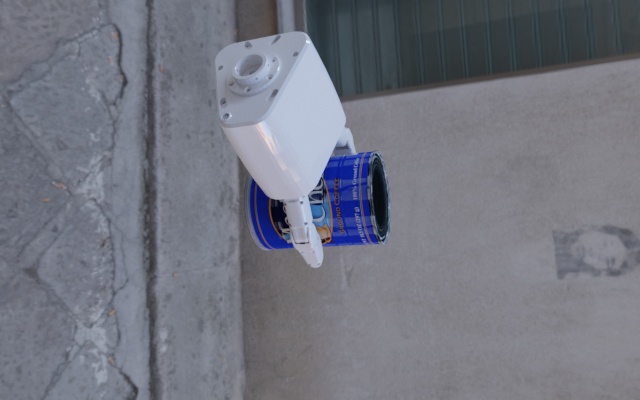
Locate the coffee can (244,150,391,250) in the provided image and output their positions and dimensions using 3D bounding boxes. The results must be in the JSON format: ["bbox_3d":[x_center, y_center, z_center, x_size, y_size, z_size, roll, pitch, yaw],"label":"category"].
[{"bbox_3d":[0.000,0.002,0.536,0.140,0.103,0.103,-4,-1,18],"label":"coffee can"}]
